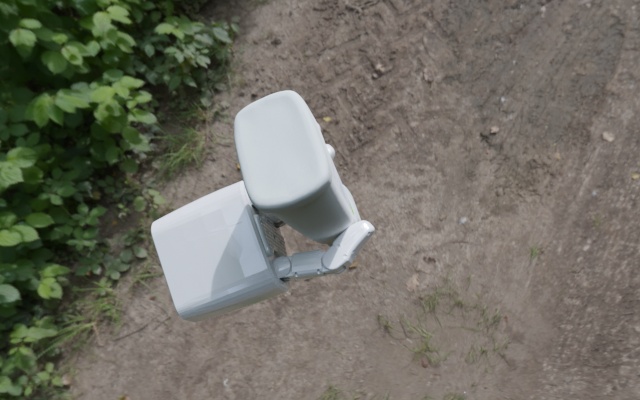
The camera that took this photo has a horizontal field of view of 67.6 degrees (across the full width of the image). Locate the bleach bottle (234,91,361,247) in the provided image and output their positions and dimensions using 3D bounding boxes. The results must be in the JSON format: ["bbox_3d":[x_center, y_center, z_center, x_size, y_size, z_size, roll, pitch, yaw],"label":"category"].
[{"bbox_3d":[0.000,0.001,0.472,0.068,0.102,0.251,-22,-26,8],"label":"bleach bottle"}]
